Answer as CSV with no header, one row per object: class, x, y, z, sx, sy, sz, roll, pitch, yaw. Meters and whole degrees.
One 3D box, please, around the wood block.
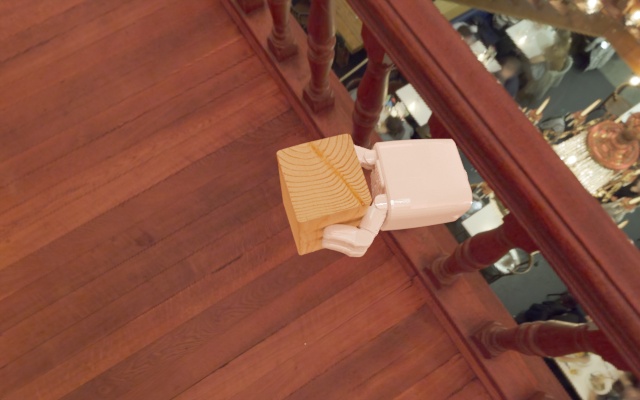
wood block,0.000,0.002,0.635,0.090,0.090,0.206,-15,-16,-7
